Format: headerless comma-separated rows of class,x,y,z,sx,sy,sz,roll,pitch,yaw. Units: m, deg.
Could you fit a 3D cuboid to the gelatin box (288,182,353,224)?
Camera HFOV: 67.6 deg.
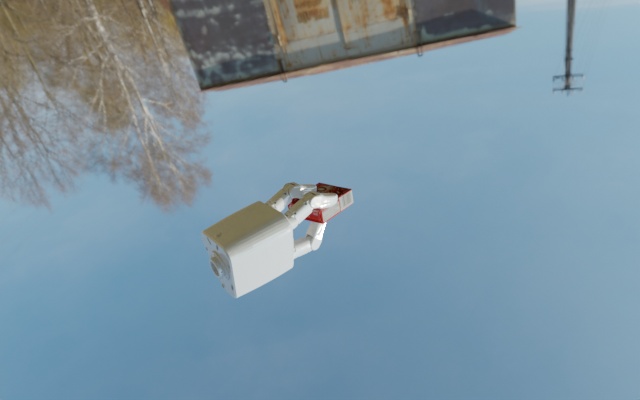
gelatin box,0.000,0.003,0.799,0.073,0.030,0.089,13,32,38
